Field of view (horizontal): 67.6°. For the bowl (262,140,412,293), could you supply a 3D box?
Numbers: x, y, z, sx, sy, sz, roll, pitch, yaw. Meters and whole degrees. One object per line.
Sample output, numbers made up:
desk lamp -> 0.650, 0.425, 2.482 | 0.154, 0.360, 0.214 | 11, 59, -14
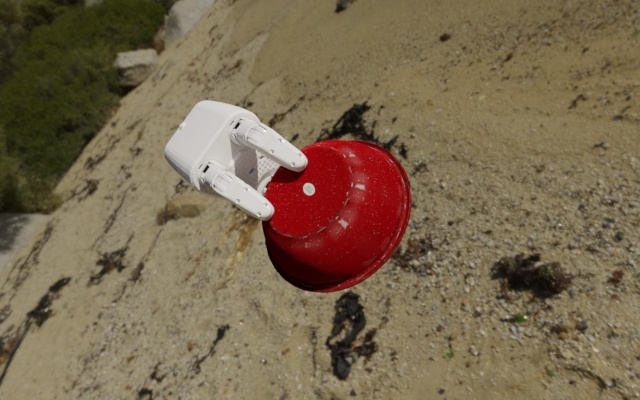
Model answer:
bowl -> 0.001, 0.002, 0.448 | 0.162, 0.162, 0.055 | 0, -24, 32
